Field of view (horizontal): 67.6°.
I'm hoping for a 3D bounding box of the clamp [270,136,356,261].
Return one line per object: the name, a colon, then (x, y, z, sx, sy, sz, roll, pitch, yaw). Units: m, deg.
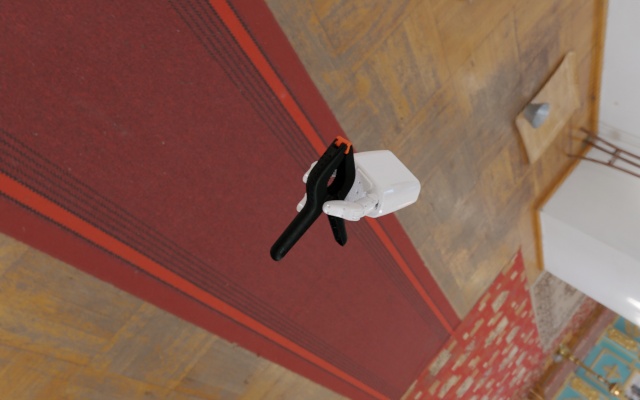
clamp: (0.001, 0.002, 0.750, 0.164, 0.210, 0.036, -15, 39, -41)
